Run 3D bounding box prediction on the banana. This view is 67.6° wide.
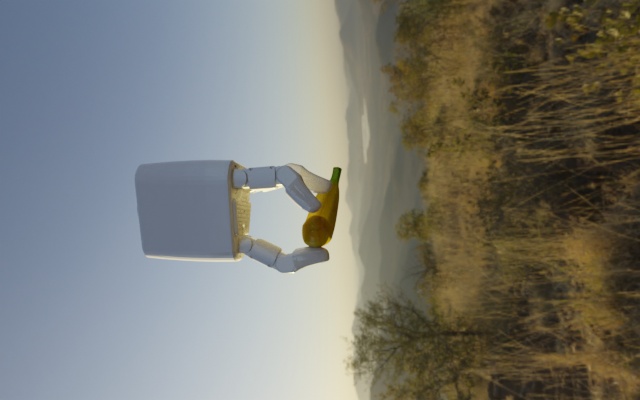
[{"bbox_3d":[0.000,0.018,0.584,0.037,0.070,0.197,4,22,5],"label":"banana"}]
